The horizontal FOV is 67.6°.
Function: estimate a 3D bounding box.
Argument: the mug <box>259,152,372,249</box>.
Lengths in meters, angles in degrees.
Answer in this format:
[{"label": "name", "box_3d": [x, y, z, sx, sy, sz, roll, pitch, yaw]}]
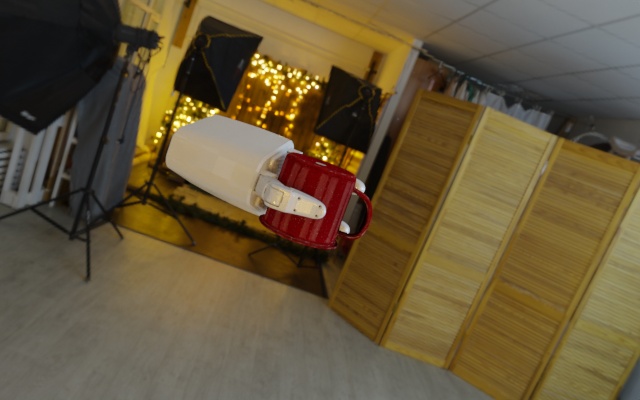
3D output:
[{"label": "mug", "box_3d": [0.001, 0.002, 0.521, 0.117, 0.081, 0.093, 21, 10, 8]}]
